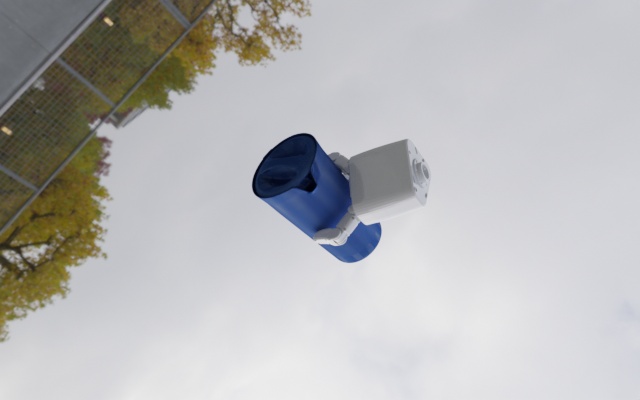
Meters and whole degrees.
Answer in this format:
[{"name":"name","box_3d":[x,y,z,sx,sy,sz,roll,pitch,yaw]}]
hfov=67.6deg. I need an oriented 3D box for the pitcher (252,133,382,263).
[{"name":"pitcher","box_3d":[0.000,0.003,0.842,0.145,0.149,0.243,-19,-46,30]}]
